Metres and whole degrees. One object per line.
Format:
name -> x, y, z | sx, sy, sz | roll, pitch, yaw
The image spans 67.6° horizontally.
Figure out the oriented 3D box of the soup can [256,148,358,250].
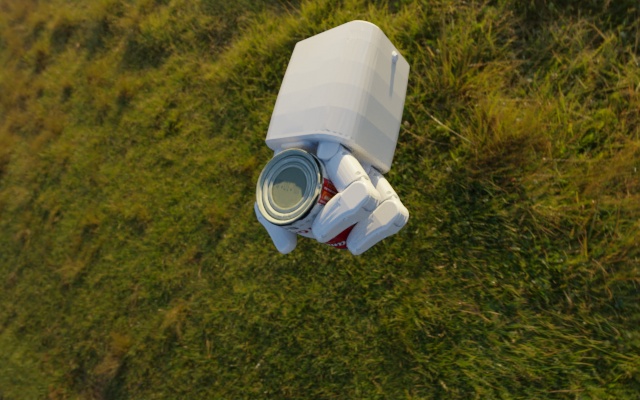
soup can -> 0.000, 0.002, 0.426 | 0.068, 0.068, 0.102 | 0, -15, 34
